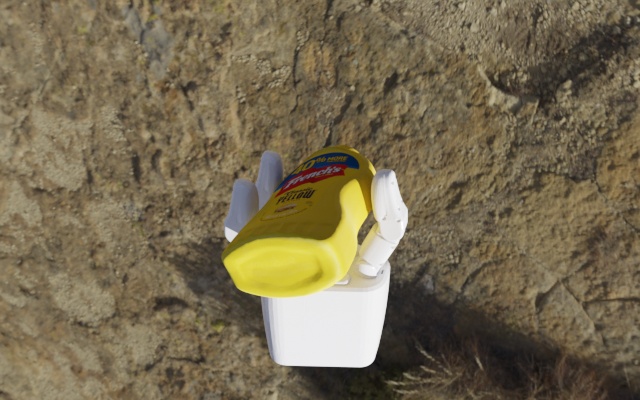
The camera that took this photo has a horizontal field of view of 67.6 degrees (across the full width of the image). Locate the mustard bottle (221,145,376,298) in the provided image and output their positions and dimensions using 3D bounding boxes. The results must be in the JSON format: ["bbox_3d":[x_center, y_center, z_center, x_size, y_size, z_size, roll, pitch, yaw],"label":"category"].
[{"bbox_3d":[0.000,0.001,0.410,0.096,0.058,0.191,-12,25,27],"label":"mustard bottle"}]
